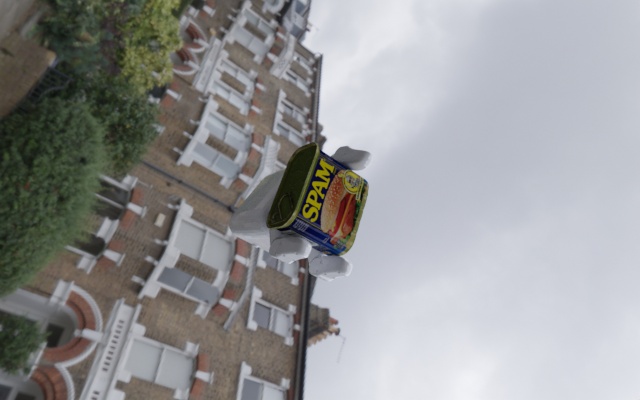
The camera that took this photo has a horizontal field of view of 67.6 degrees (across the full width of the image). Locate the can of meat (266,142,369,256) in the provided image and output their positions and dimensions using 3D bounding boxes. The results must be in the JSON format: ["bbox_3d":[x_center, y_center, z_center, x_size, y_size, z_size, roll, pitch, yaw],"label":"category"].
[{"bbox_3d":[0.000,0.002,0.528,0.084,0.102,0.057,31,-24,-28],"label":"can of meat"}]
